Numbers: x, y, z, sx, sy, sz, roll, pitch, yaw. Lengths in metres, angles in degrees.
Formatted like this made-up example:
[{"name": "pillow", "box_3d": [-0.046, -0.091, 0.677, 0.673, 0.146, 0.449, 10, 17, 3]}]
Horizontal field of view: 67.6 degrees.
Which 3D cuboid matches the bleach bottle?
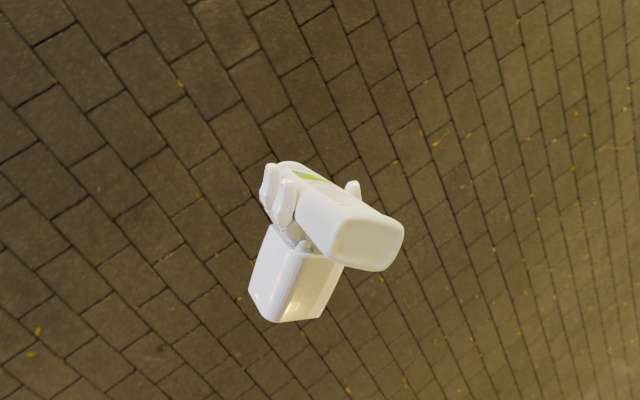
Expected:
[{"name": "bleach bottle", "box_3d": [0.000, 0.002, 0.638, 0.102, 0.068, 0.250, 15, 15, -31]}]
